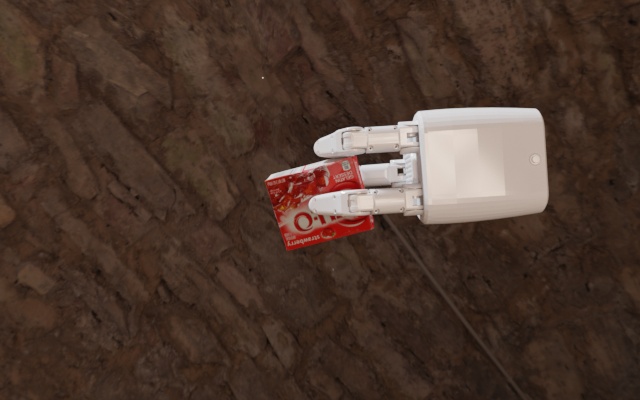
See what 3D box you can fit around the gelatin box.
[{"bbox_3d":[0.000,0.001,0.460,0.089,0.073,0.030,-14,13,11],"label":"gelatin box"}]
